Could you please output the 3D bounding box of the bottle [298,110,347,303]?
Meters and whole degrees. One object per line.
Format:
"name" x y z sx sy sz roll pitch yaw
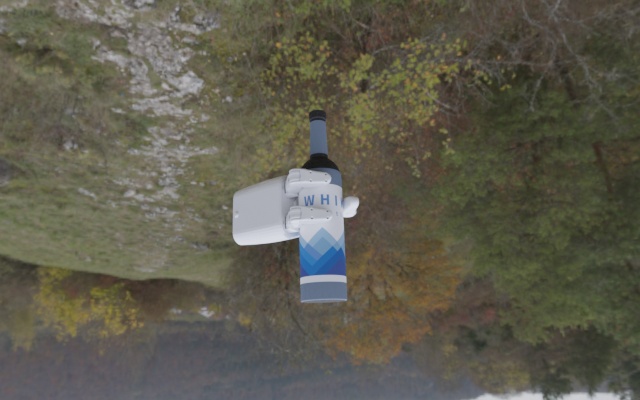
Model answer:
"bottle" 0.000 0.003 0.722 0.069 0.295 0.069 -2 -16 -1
